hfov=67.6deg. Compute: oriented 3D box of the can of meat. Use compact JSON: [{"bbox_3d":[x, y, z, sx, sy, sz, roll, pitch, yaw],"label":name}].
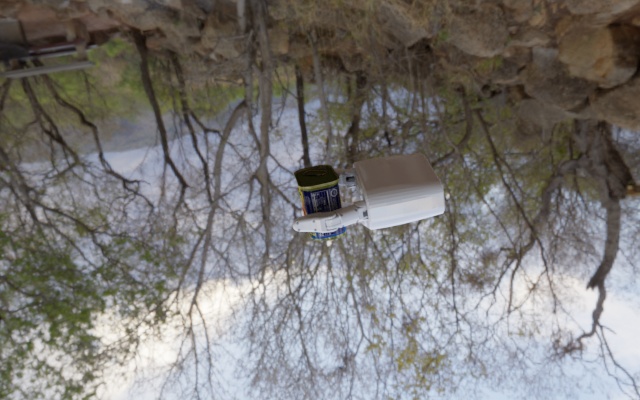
[{"bbox_3d":[0.000,0.003,0.689,0.057,0.084,0.102,-12,19,-5],"label":"can of meat"}]
